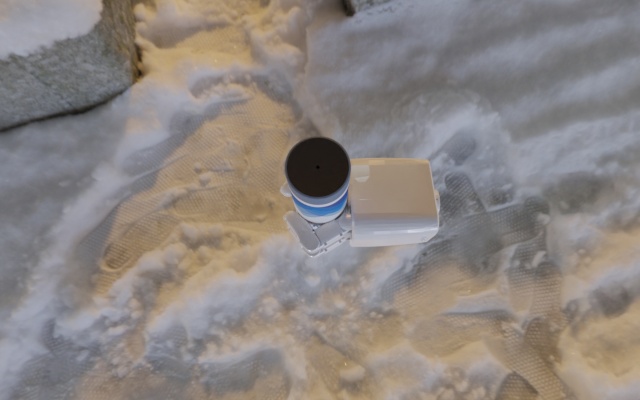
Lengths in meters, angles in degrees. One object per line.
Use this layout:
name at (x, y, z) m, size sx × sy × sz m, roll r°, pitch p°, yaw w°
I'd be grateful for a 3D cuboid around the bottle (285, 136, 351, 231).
bottle at (0.000, 0.002, 0.615) m, size 0.069 × 0.069 × 0.296 m, roll 0°, pitch -14°, yaw 1°
